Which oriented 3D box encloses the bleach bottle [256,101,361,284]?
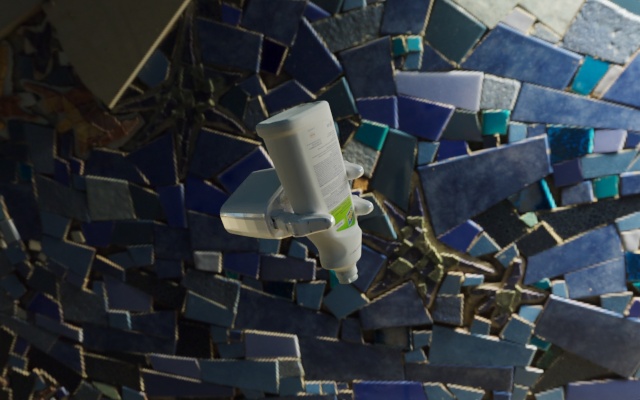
[{"bbox_3d":[0.000,0.002,0.639,0.068,0.251,0.102,-1,24,40],"label":"bleach bottle"}]
